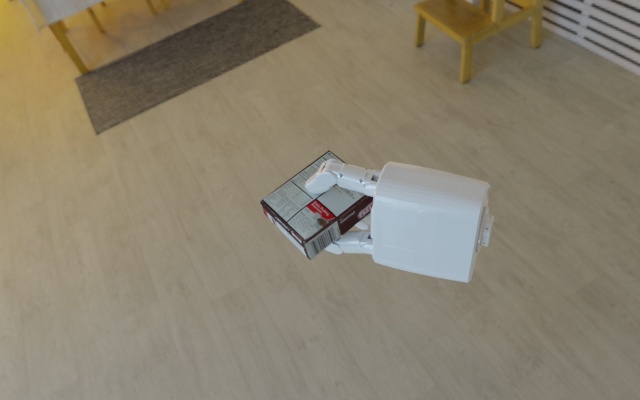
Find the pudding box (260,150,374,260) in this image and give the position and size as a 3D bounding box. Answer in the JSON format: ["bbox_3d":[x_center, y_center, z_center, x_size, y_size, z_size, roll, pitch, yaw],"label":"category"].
[{"bbox_3d":[0.000,0.002,0.564,0.113,0.039,0.090,-36,53,-18],"label":"pudding box"}]
